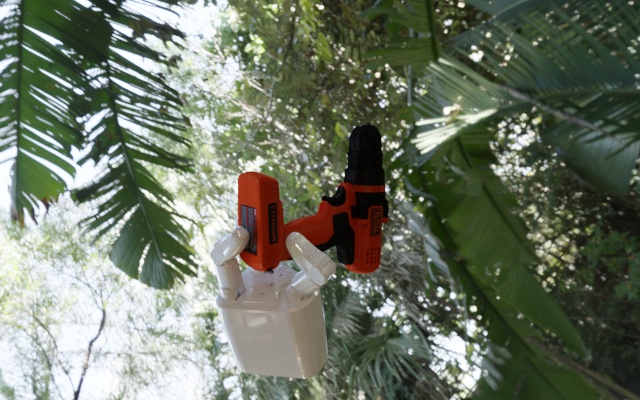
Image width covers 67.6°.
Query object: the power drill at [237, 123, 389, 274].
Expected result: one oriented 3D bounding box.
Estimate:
[{"bbox_3d":[0.000,0.002,0.546,0.187,0.184,0.057,-4,6,-35],"label":"power drill"}]
